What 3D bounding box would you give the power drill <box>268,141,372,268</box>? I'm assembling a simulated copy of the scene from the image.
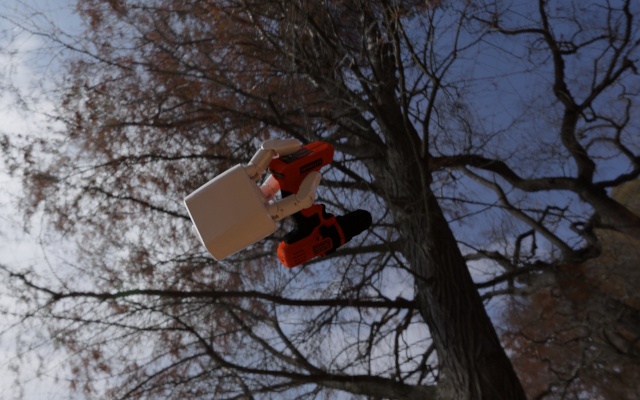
[{"bbox_3d":[0.000,0.002,0.790,0.184,0.188,0.057,-25,28,-25],"label":"power drill"}]
